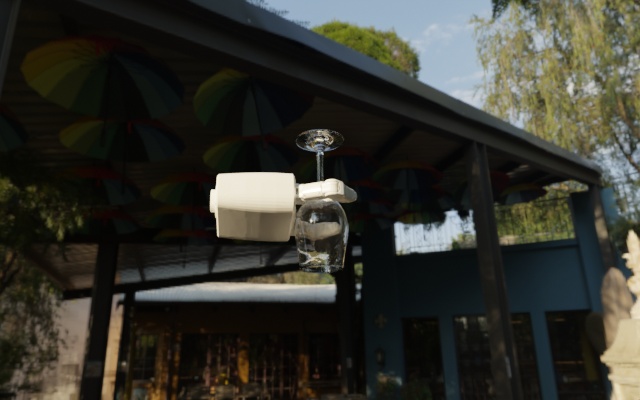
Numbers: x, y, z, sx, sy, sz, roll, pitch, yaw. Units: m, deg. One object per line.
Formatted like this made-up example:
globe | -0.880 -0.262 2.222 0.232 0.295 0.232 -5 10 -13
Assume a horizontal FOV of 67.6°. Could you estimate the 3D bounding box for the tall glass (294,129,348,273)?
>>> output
tall glass | 0.000 0.002 0.700 0.079 0.201 0.079 -1 -18 0
